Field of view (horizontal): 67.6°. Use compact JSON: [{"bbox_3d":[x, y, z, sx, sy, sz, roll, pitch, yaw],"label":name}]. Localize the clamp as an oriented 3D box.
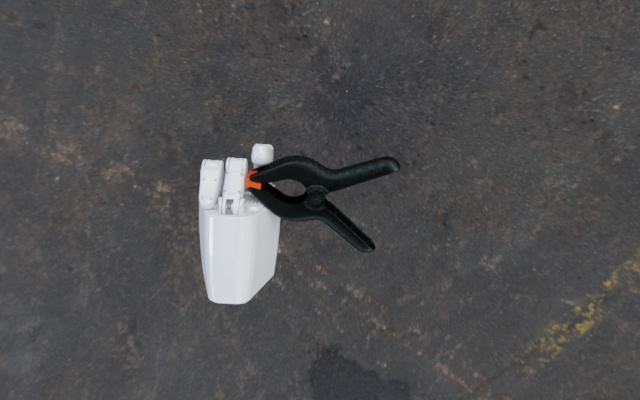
[{"bbox_3d":[0.000,0.002,0.549,0.171,0.120,0.039,5,18,2],"label":"clamp"}]
